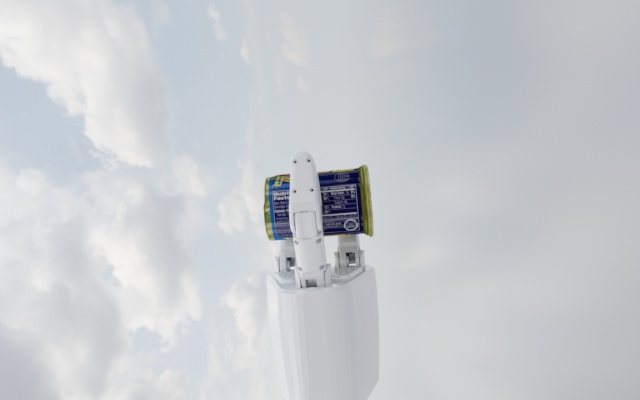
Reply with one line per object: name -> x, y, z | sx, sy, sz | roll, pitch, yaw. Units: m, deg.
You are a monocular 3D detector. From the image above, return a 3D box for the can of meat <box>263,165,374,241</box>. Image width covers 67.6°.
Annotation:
can of meat -> 0.000, 0.001, 0.411 | 0.084, 0.057, 0.102 | -5, 4, 4
